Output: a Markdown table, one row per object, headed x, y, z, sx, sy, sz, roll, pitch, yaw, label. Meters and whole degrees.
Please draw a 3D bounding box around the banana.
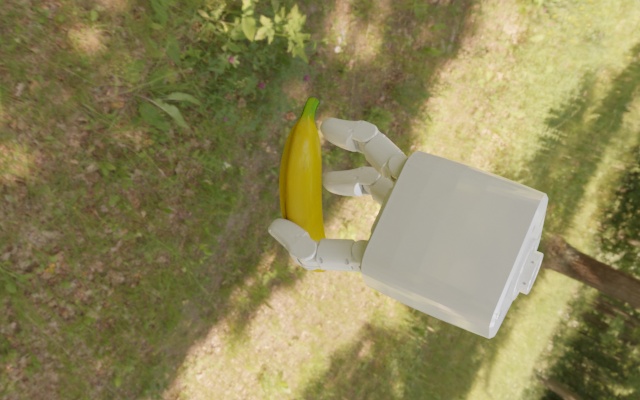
| x | y | z | sx | sy | sz | roll | pitch | yaw | label |
| --- | --- | --- | --- | --- | --- | --- | --- | --- | --- |
| -0.010 | 0.008 | 0.455 | 0.037 | 0.198 | 0.069 | 18 | 38 | 27 | banana |
